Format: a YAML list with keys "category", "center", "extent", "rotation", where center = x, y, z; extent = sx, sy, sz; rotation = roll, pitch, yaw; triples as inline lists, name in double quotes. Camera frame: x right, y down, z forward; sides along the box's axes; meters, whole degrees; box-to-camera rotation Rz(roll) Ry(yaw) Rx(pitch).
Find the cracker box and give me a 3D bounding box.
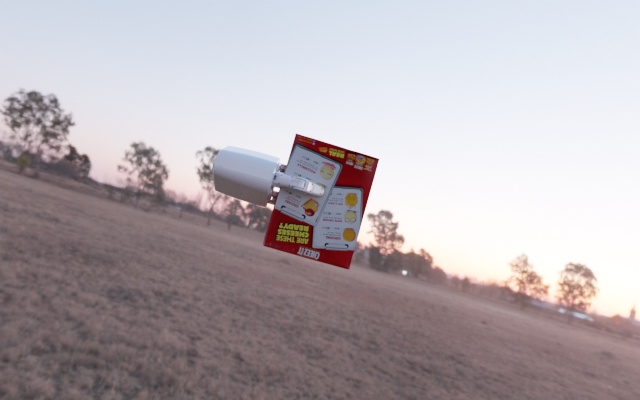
- category: "cracker box"
  center: [0.000, 0.003, 0.891]
  extent: [0.164, 0.213, 0.072]
  rotation: [16, -5, -4]
